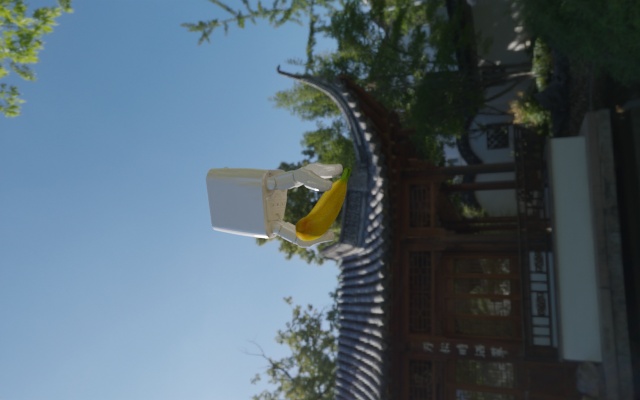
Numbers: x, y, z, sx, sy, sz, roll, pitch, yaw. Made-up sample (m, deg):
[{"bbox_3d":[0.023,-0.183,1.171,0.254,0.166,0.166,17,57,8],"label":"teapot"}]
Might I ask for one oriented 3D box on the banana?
[{"bbox_3d":[0.001,0.017,0.724,0.037,0.070,0.197,12,32,16],"label":"banana"}]
